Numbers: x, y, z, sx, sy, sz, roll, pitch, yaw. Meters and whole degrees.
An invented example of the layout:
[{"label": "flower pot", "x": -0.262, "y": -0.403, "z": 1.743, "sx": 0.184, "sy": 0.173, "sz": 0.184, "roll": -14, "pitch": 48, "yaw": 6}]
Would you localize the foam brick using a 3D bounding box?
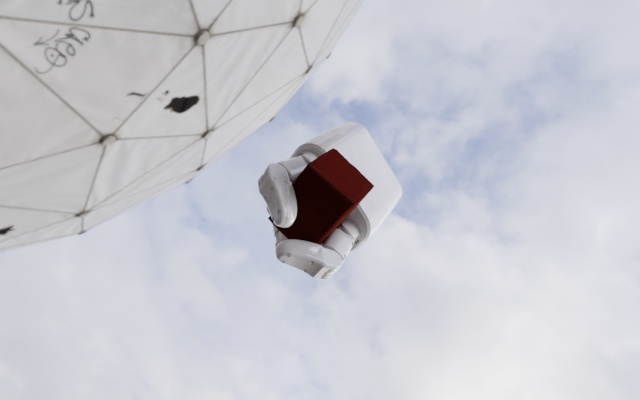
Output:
[{"label": "foam brick", "x": 0.000, "y": 0.001, "z": 0.432, "sx": 0.078, "sy": 0.053, "sz": 0.051, "roll": -50, "pitch": -7, "yaw": 36}]
